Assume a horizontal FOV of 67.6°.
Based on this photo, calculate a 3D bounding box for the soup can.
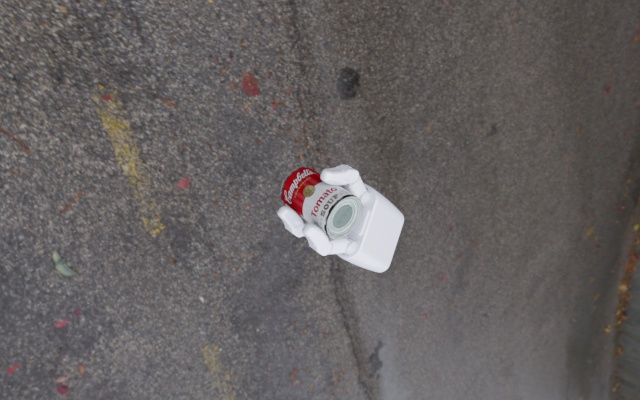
[{"bbox_3d":[0.000,0.002,0.668,0.068,0.068,0.102,0,25,-45],"label":"soup can"}]
